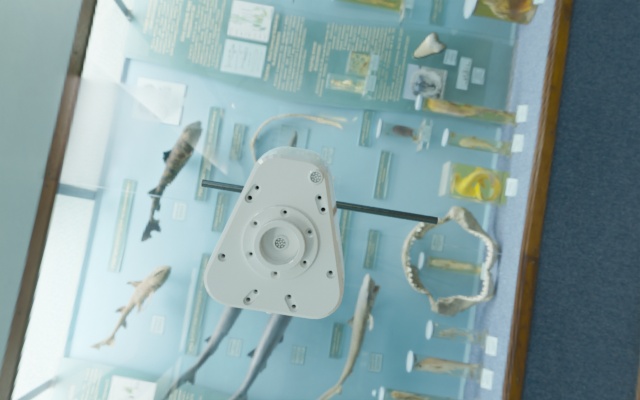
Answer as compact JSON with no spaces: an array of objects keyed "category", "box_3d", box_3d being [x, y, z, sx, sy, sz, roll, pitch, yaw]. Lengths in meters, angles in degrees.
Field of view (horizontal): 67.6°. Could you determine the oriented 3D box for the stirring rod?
[{"category":"stirring rod","box_3d":[0.000,0.002,0.483,0.239,0.011,0.011,9,0,-2]}]
